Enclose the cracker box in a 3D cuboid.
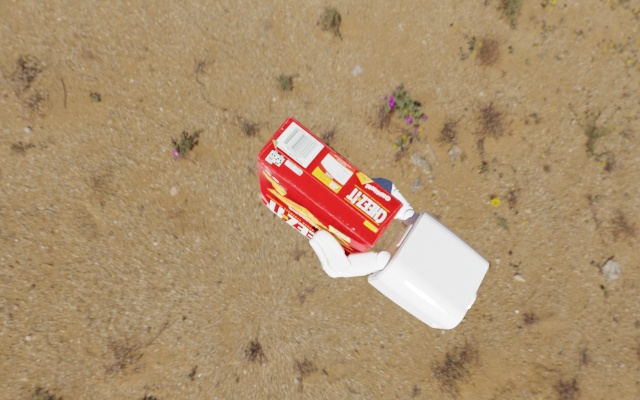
[{"bbox_3d":[0.000,0.002,0.621,0.164,0.072,0.214,38,-14,3],"label":"cracker box"}]
